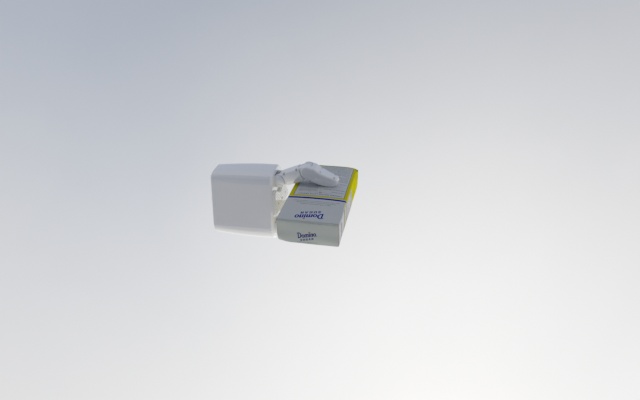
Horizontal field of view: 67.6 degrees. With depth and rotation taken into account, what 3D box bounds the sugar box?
[{"bbox_3d":[0.000,0.003,0.739,0.093,0.048,0.176,5,34,12],"label":"sugar box"}]
